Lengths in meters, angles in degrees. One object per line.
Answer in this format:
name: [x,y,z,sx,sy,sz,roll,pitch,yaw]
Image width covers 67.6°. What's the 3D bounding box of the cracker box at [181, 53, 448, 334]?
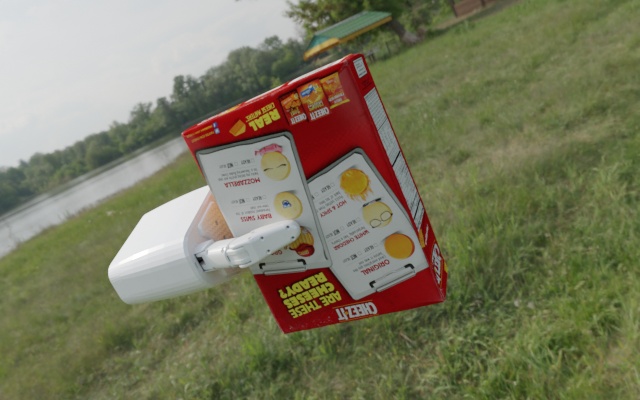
cracker box: [0.000,0.001,0.429,0.164,0.214,0.072,-18,16,25]
